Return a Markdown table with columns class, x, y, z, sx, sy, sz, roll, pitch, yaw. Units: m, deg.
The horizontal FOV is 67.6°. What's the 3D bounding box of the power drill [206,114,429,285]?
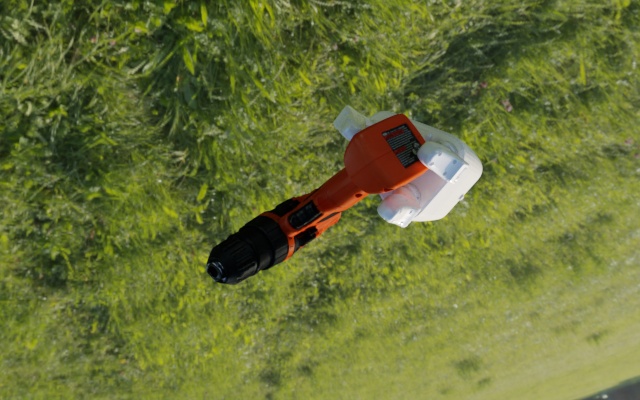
| class | x | y | z | sx | sy | sz | roll | pitch | yaw |
| --- | --- | --- | --- | --- | --- | --- | --- | --- | --- |
| power drill | 0.001 | 0.001 | 0.439 | 0.188 | 0.057 | 0.184 | -34 | -1 | 40 |
